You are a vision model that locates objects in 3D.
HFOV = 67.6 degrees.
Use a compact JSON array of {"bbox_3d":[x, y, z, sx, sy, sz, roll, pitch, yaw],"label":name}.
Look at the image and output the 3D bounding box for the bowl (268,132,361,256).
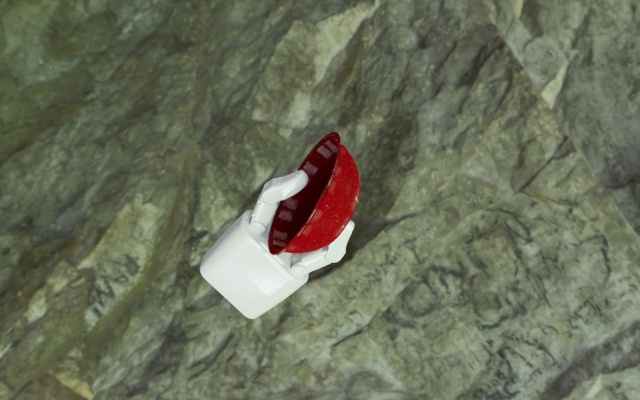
[{"bbox_3d":[0.001,0.001,0.565,0.055,0.162,0.162,28,-9,-16],"label":"bowl"}]
